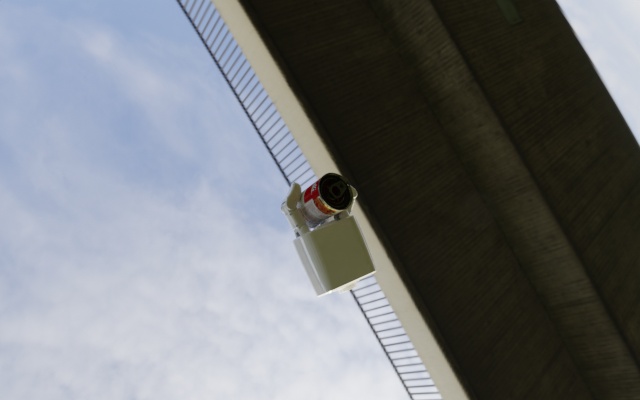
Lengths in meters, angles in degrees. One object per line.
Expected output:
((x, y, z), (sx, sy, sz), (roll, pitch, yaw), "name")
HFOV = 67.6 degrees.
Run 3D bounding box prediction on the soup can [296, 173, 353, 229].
((0.000, 0.002, 0.828), (0.068, 0.068, 0.102), (0, -21, -34), "soup can")
